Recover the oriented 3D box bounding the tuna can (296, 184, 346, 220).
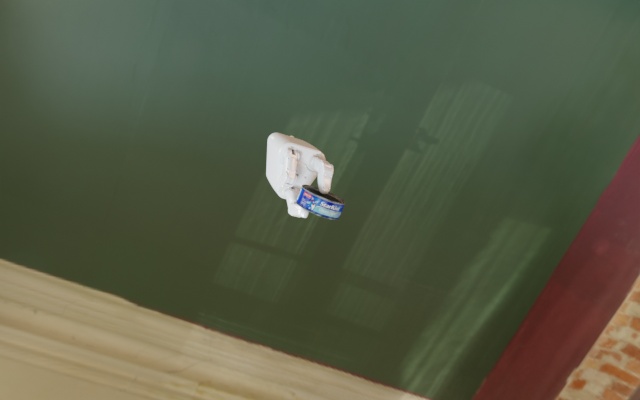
[{"bbox_3d":[0.000,0.003,0.865,0.086,0.034,0.086,22,10,-4],"label":"tuna can"}]
